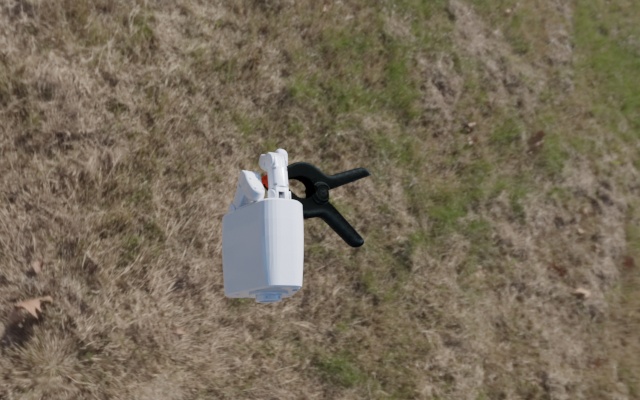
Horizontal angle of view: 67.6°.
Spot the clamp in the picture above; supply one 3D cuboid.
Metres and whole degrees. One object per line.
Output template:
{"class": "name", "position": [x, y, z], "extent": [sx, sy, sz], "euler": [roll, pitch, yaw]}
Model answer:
{"class": "clamp", "position": [0.000, 0.002, 0.667], "extent": [0.171, 0.120, 0.039], "euler": [6, -20, -27]}
